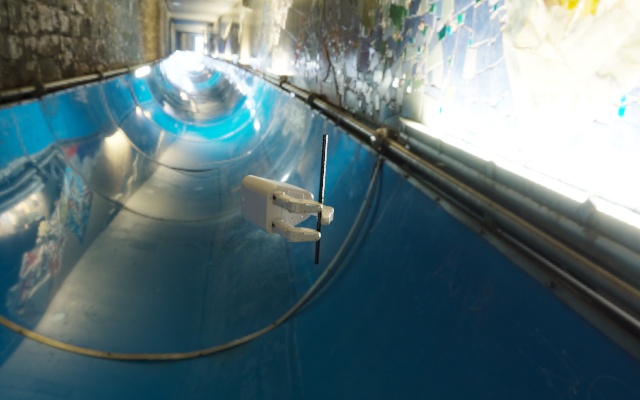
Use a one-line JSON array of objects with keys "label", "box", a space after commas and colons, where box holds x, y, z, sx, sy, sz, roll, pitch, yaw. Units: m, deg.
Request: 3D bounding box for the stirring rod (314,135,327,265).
[{"label": "stirring rod", "box": [0.000, 0.003, 0.851, 0.011, 0.239, 0.011, 3, 17, -1]}]
